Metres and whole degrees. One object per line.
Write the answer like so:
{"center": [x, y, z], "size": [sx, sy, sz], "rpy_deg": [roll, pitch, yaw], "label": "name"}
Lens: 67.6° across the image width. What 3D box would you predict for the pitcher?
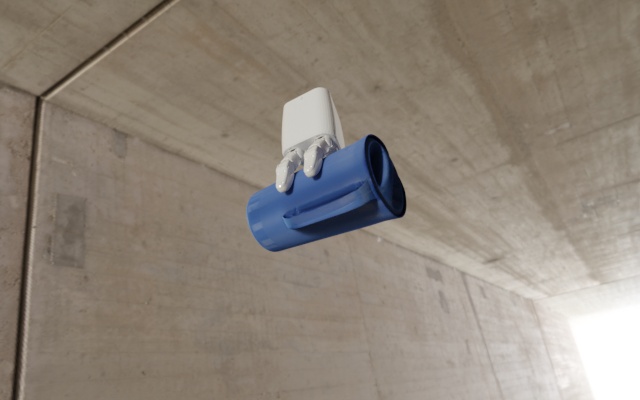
{"center": [0.000, 0.002, 0.754], "size": [0.243, 0.145, 0.149], "rpy_deg": [-22, -35, 26], "label": "pitcher"}
